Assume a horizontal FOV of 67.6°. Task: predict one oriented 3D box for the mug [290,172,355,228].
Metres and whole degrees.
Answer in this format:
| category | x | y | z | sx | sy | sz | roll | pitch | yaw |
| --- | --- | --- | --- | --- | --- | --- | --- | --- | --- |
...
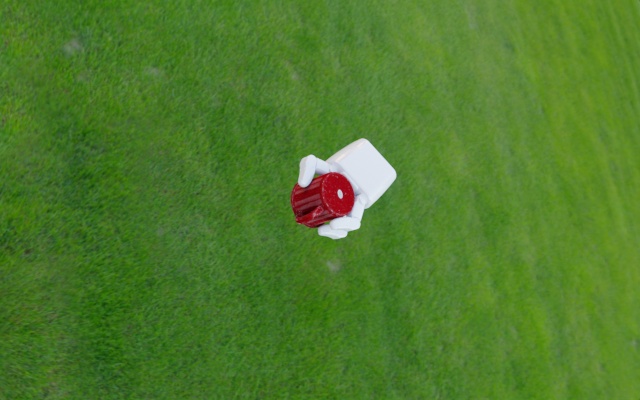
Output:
| category | x | y | z | sx | sy | sz | roll | pitch | yaw |
| --- | --- | --- | --- | --- | --- | --- | --- | --- | --- |
| mug | -0.001 | 0.003 | 0.847 | 0.081 | 0.093 | 0.117 | -19 | 17 | 47 |
